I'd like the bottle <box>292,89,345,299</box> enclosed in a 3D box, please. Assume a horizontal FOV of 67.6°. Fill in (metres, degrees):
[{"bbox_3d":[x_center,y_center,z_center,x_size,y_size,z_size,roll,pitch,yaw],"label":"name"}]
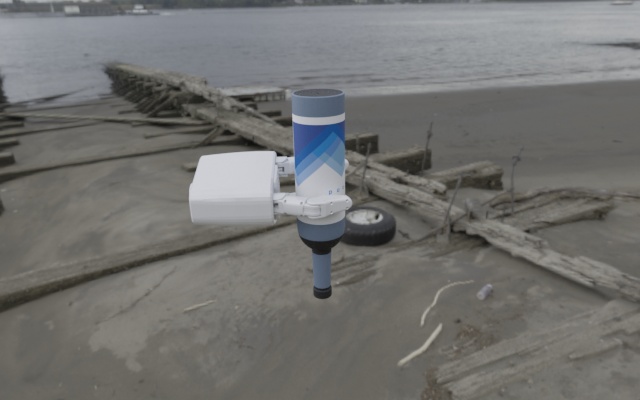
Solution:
[{"bbox_3d":[0.000,0.002,0.650,0.069,0.296,0.069,-1,22,0],"label":"bottle"}]
